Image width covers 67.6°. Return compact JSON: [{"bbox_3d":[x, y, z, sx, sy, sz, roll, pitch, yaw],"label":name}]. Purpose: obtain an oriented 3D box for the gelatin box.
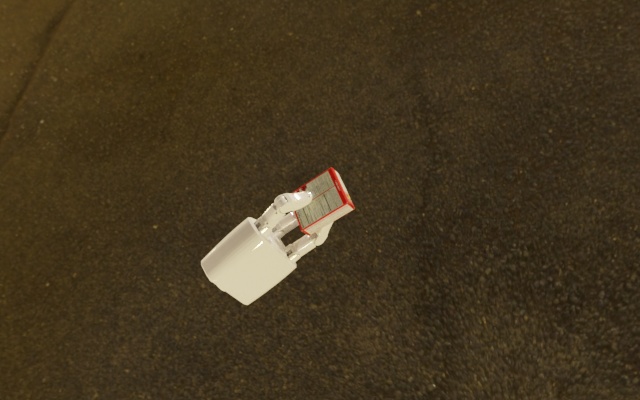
[{"bbox_3d":[0.000,0.002,0.754,0.089,0.073,0.030,-32,-34,14],"label":"gelatin box"}]
